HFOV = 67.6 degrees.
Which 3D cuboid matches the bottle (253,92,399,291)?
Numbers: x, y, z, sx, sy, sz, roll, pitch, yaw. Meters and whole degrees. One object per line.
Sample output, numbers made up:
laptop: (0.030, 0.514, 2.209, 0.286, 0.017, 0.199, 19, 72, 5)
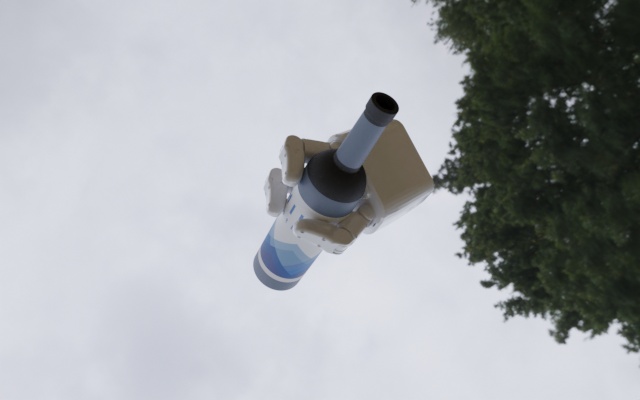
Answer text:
bottle: (0.000, 0.002, 0.516, 0.069, 0.069, 0.296, 0, -36, -28)
